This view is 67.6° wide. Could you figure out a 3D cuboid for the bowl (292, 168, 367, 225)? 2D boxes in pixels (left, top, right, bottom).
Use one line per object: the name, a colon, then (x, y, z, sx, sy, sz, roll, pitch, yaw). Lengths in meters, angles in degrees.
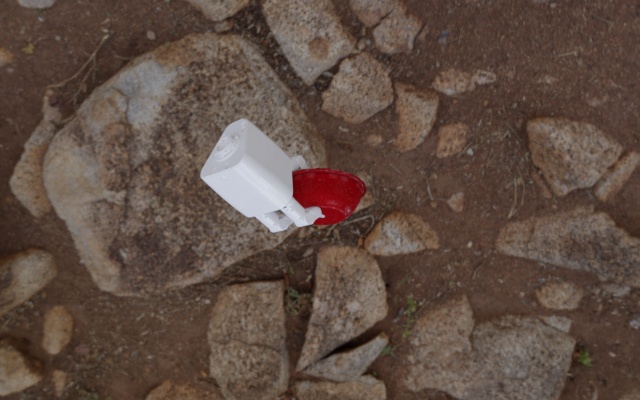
bowl: (0.001, 0.004, 0.839, 0.162, 0.055, 0.162, 2, -23, 1)
